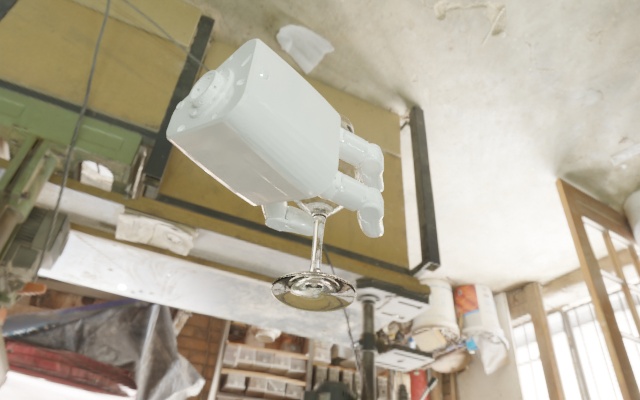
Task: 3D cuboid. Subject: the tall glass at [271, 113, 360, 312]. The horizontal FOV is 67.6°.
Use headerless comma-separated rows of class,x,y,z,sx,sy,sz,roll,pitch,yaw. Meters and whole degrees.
tall glass,0.000,0.002,0.471,0.079,0.200,0.079,3,-37,2
